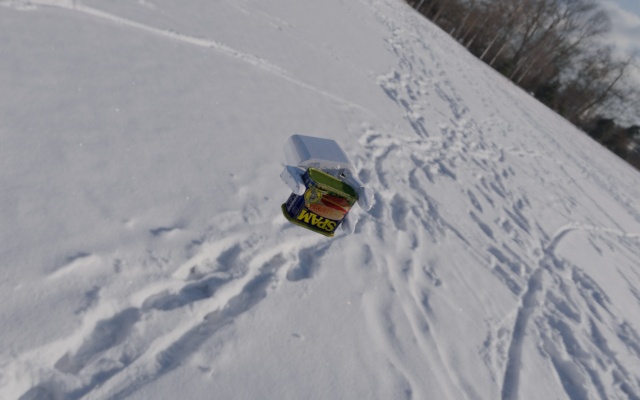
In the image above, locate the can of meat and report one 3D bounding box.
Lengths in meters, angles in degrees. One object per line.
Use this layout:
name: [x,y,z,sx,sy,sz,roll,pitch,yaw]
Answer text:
can of meat: [0.000,0.002,0.790,0.102,0.084,0.057,23,24,-26]
